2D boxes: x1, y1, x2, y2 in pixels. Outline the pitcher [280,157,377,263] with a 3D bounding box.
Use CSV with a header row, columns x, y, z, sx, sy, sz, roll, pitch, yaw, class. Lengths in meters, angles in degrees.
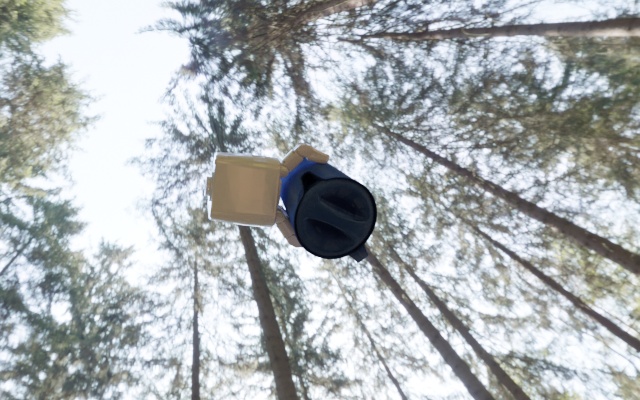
x,y,z,sx,sy,sz,roll,pitch,yaw,class
0.000,0.003,0.832,0.145,0.149,0.242,6,16,-17,pitcher
